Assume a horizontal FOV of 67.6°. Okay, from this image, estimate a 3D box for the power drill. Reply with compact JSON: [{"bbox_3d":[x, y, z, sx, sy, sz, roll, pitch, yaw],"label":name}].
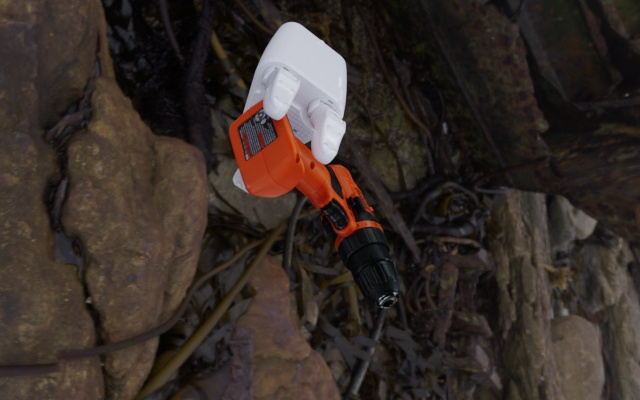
[{"bbox_3d":[0.000,0.001,0.455,0.057,0.184,0.188,-35,-43,11],"label":"power drill"}]
